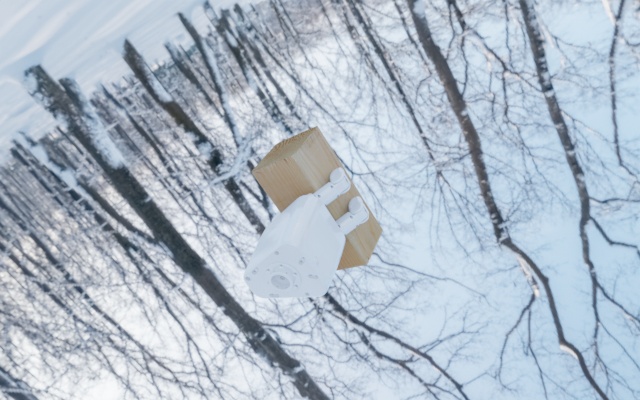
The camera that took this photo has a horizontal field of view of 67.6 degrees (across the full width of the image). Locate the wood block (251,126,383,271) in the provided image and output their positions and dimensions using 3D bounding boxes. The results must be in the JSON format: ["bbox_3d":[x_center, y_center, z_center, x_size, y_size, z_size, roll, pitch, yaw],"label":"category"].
[{"bbox_3d":[0.000,0.003,0.742,0.091,0.206,0.090,-17,26,36],"label":"wood block"}]
